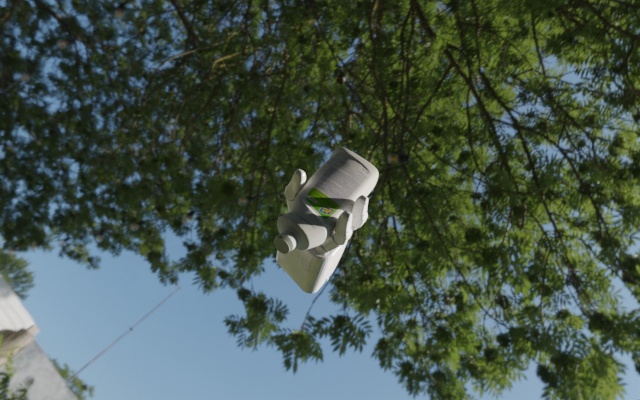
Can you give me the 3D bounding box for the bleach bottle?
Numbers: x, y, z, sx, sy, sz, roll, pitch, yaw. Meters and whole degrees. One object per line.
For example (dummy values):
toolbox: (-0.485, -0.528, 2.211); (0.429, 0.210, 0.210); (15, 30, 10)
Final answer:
bleach bottle: (0.000, 0.003, 0.795); (0.102, 0.068, 0.250); (32, 43, 15)
